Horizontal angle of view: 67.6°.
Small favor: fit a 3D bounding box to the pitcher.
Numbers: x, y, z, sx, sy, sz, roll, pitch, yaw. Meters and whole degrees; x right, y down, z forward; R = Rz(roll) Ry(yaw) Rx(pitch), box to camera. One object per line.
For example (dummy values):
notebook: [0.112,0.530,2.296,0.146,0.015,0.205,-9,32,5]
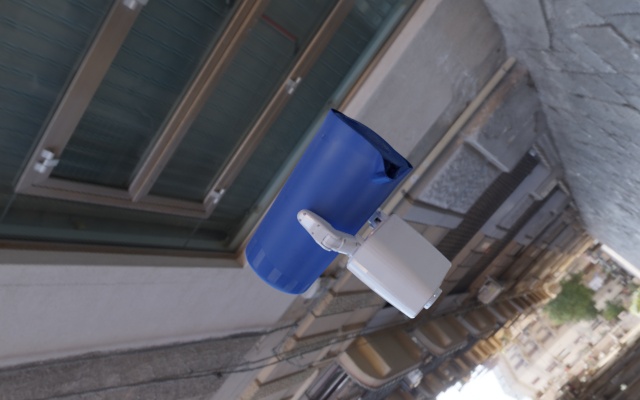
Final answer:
pitcher: [0.000,0.002,0.661,0.145,0.243,0.149,40,15,11]
